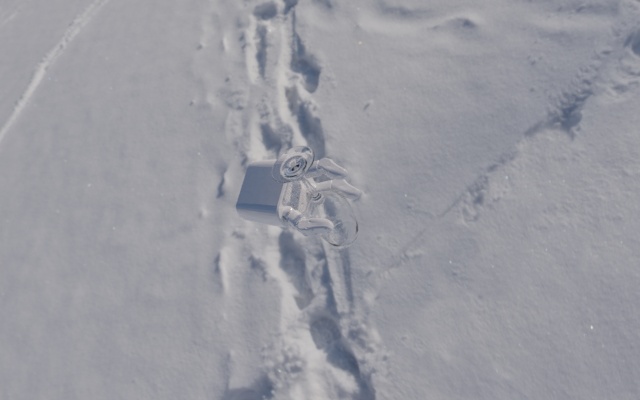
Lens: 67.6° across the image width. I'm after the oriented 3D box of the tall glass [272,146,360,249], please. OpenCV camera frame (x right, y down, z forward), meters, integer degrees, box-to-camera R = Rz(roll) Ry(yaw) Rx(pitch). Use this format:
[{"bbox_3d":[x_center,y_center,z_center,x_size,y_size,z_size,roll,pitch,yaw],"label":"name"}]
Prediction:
[{"bbox_3d":[0.000,0.002,0.796,0.079,0.079,0.201,0,-36,33],"label":"tall glass"}]
